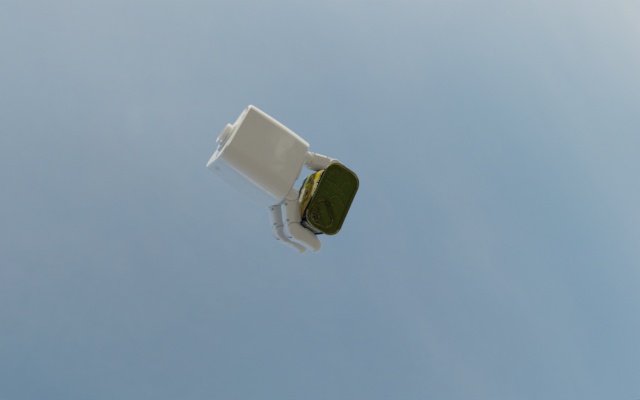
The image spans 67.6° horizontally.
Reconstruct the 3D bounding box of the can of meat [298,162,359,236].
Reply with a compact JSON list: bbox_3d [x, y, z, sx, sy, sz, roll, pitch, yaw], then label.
[{"bbox_3d":[0.000,0.002,0.701,0.057,0.102,0.084,31,-20,-20],"label":"can of meat"}]
